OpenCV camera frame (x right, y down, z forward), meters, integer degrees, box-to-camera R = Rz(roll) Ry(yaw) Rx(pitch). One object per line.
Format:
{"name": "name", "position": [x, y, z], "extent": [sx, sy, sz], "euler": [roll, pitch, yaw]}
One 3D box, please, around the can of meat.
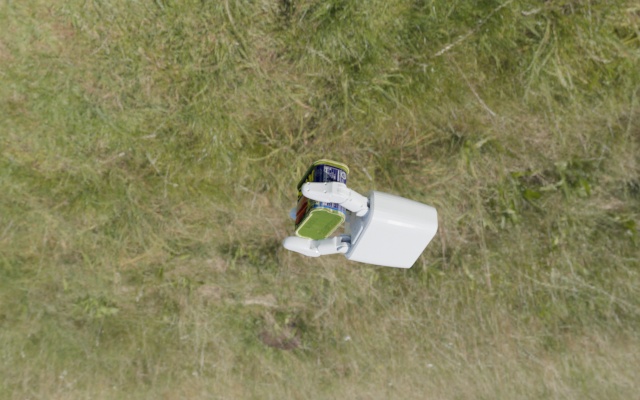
{"name": "can of meat", "position": [0.000, 0.003, 0.707], "extent": [0.057, 0.084, 0.102], "euler": [14, -32, -17]}
